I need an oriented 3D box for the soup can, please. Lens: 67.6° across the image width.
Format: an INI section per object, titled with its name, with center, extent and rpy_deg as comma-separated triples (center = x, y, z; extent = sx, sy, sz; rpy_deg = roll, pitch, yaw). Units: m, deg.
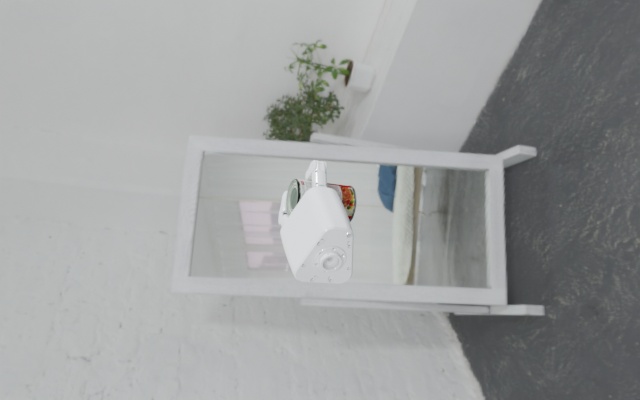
[soup can]
center = 0.000, 0.002, 0.801
extent = 0.102, 0.068, 0.068
rpy_deg = 7, -2, -20
